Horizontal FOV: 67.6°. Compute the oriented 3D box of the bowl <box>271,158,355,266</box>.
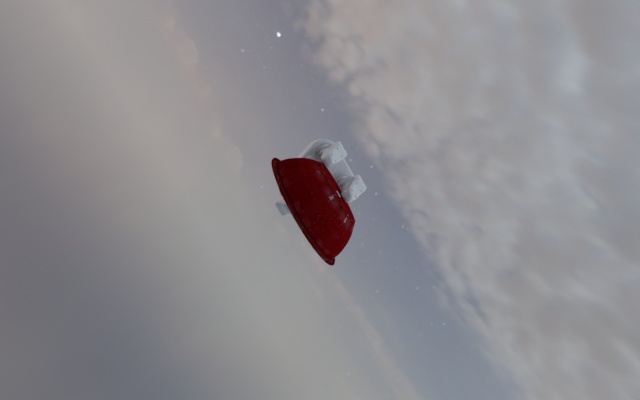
[{"bbox_3d":[0.001,0.002,0.626,0.055,0.162,0.162,-29,-4,8],"label":"bowl"}]
